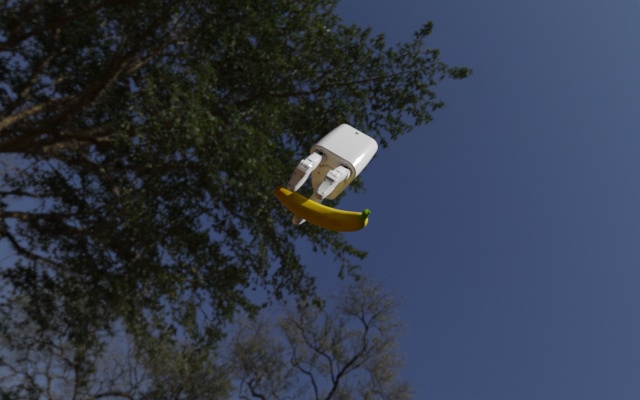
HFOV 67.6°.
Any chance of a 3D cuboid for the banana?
[{"bbox_3d":[0.006,0.018,0.834,0.198,0.070,0.037,13,41,31],"label":"banana"}]
